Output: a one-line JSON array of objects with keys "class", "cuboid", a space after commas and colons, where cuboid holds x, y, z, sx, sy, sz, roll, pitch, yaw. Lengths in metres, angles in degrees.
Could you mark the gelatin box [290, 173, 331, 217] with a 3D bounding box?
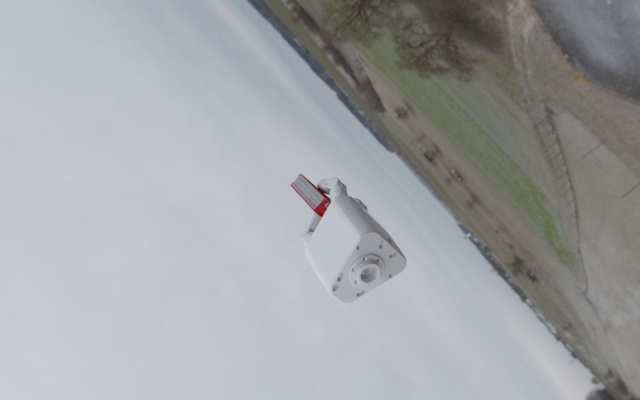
[{"class": "gelatin box", "cuboid": [0.000, 0.003, 0.770, 0.073, 0.030, 0.089, 40, 3, -43]}]
